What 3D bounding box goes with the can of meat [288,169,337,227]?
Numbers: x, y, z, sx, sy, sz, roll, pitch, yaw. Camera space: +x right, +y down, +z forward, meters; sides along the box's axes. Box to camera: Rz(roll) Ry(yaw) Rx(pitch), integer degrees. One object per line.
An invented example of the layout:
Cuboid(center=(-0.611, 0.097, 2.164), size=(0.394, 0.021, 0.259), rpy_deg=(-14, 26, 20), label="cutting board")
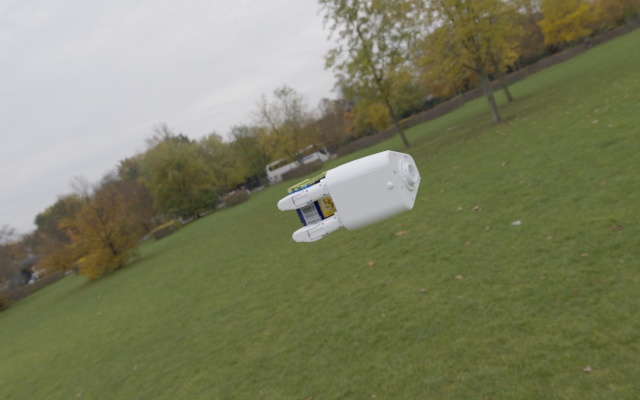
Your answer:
Cuboid(center=(0.000, 0.002, 0.786), size=(0.057, 0.084, 0.102), rpy_deg=(-19, 7, 34), label="can of meat")
